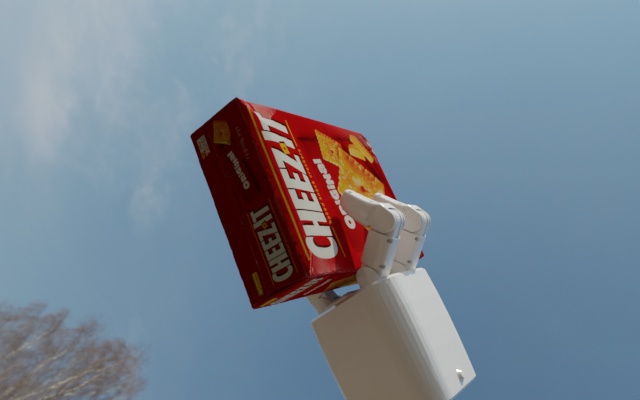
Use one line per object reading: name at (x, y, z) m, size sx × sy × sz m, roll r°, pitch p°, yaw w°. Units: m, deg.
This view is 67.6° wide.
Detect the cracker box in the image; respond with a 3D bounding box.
cracker box at (0.000, 0.002, 0.463) m, size 0.072 × 0.164 × 0.214 m, roll -34°, pitch -20°, yaw 29°
